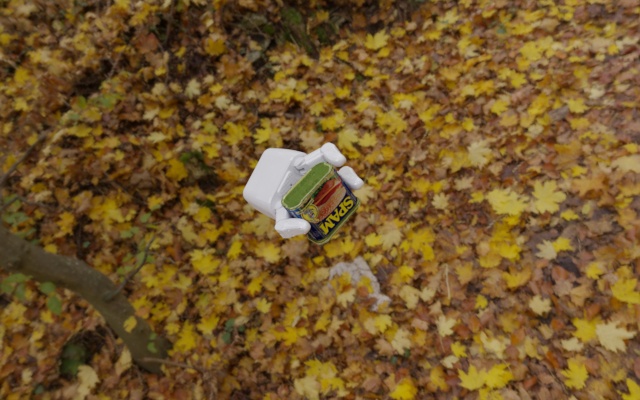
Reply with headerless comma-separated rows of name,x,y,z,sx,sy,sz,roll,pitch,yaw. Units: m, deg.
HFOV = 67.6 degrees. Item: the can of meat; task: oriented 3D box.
can of meat,0.000,0.002,0.743,0.084,0.102,0.057,51,-15,-32
